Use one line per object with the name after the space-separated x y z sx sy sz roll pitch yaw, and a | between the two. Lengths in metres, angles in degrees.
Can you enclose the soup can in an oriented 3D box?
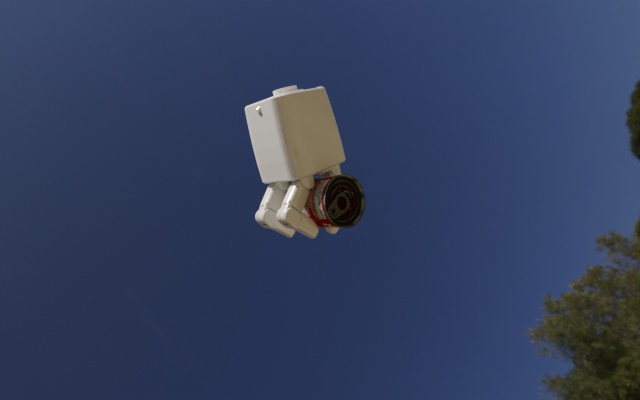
0.000 0.003 0.634 0.068 0.068 0.102 0 -2 -38 | soup can
